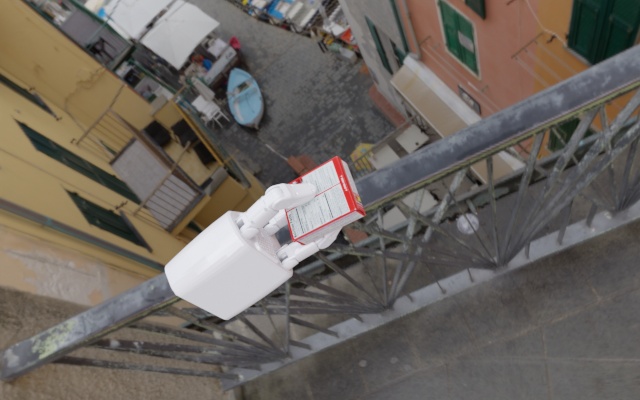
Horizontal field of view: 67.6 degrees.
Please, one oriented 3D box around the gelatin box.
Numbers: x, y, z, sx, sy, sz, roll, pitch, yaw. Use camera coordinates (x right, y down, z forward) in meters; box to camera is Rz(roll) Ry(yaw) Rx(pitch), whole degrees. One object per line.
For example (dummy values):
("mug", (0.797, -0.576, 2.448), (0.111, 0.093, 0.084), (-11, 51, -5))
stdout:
("gelatin box", (0.000, 0.002, 0.562), (0.089, 0.073, 0.030), (-28, -28, 20))
